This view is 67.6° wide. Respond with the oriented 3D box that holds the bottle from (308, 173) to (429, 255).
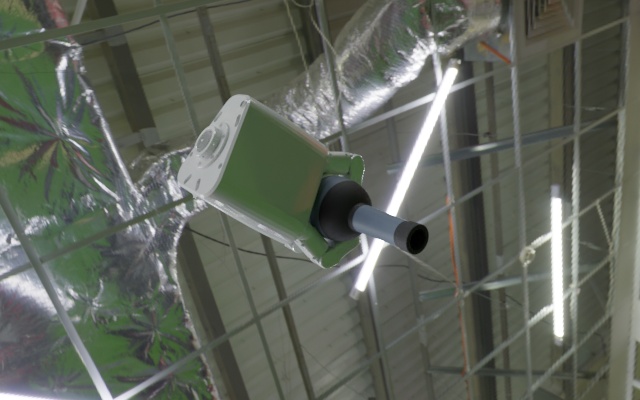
[{"bbox_3d":[0.000,0.002,0.526,0.069,0.069,0.295,0,13,-36],"label":"bottle"}]
